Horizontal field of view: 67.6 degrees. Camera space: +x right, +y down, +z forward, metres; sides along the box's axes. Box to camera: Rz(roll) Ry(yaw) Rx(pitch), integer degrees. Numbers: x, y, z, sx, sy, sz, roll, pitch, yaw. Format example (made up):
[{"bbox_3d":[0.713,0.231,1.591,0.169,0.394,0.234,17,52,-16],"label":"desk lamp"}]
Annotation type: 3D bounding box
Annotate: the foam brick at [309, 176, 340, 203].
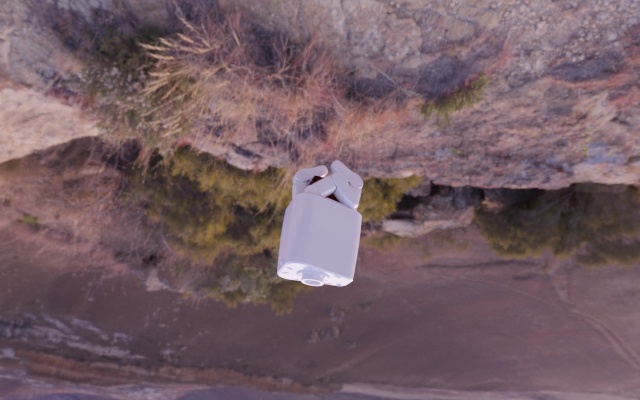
[{"bbox_3d":[0.000,0.003,0.770,0.053,0.051,0.078,14,-25,-12],"label":"foam brick"}]
